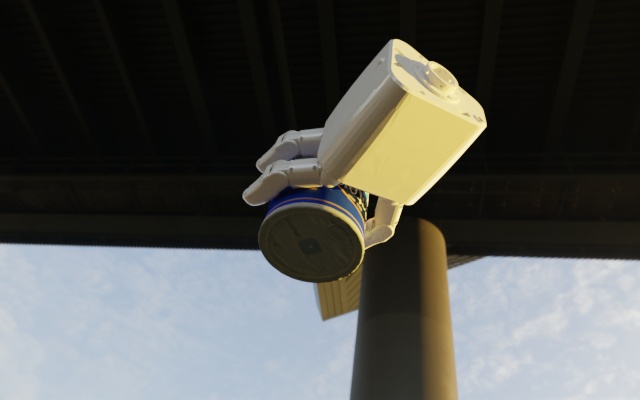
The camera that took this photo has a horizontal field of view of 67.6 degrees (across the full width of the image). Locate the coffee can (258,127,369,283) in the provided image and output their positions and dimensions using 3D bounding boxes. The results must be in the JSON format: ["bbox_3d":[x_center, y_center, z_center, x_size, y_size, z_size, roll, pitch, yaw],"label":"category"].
[{"bbox_3d":[0.000,0.002,0.509,0.103,0.103,0.140,0,39,10],"label":"coffee can"}]
